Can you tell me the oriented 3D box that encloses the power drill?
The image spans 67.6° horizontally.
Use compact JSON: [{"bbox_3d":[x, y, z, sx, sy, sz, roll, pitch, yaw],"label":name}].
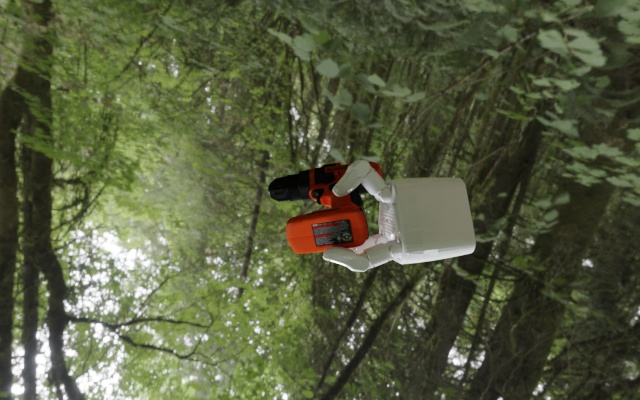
[{"bbox_3d":[0.000,0.002,0.695,0.184,0.057,0.187,-10,27,10],"label":"power drill"}]
